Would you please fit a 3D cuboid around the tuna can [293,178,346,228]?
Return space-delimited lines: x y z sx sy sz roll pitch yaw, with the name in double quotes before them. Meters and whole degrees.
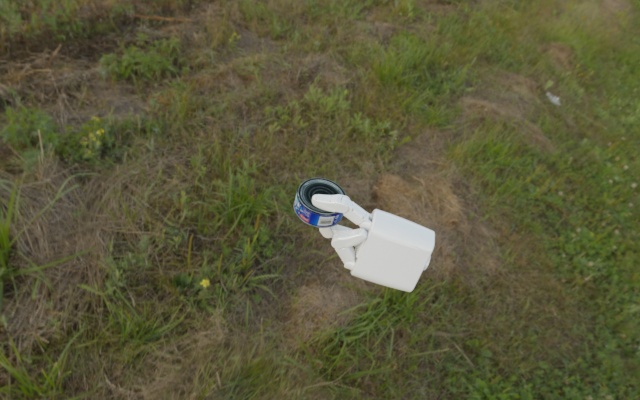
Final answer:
"tuna can" 0.000 0.002 0.791 0.086 0.086 0.034 0 -43 -16
